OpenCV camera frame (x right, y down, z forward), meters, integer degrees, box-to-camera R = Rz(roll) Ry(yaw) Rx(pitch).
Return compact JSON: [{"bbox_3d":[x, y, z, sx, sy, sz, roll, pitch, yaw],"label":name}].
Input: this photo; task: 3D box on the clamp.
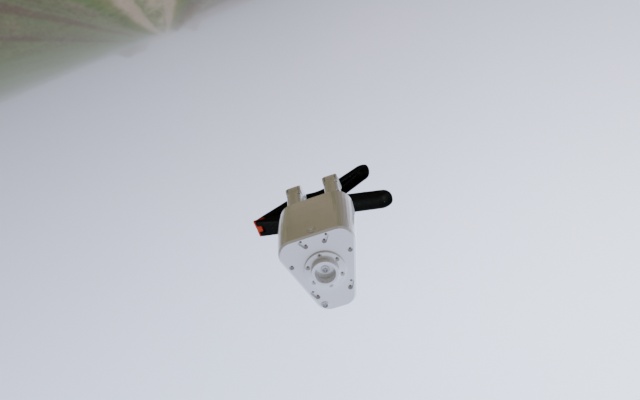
[{"bbox_3d":[0.000,0.003,0.740,0.210,0.036,0.164,-19,19,7],"label":"clamp"}]
